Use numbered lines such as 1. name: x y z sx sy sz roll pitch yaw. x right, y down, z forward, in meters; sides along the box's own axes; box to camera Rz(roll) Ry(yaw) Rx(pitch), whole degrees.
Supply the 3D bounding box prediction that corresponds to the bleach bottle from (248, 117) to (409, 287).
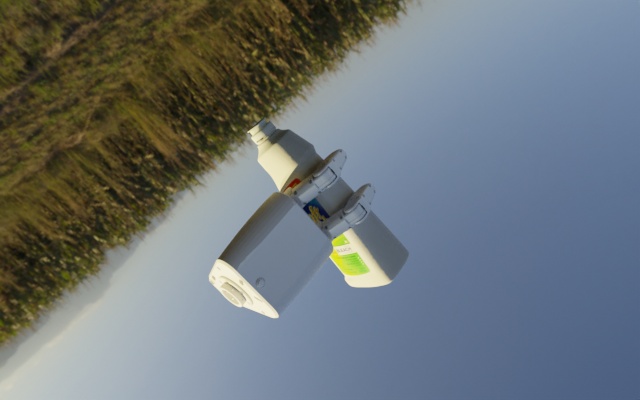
1. bleach bottle: 0.000 0.002 0.603 0.068 0.251 0.102 -50 17 -28
